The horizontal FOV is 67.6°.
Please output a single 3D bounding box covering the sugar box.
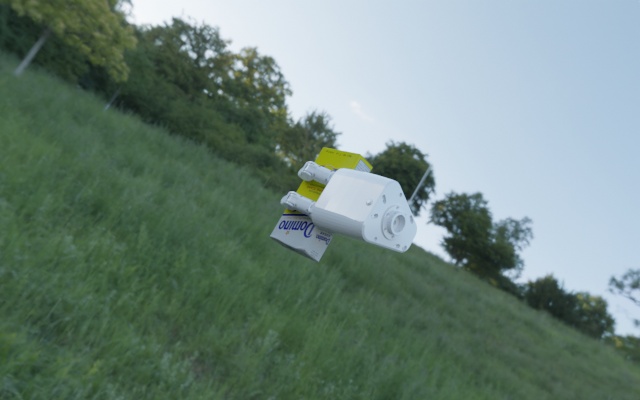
[{"bbox_3d":[0.000,0.002,0.760,0.093,0.176,0.048,16,-21,48],"label":"sugar box"}]
